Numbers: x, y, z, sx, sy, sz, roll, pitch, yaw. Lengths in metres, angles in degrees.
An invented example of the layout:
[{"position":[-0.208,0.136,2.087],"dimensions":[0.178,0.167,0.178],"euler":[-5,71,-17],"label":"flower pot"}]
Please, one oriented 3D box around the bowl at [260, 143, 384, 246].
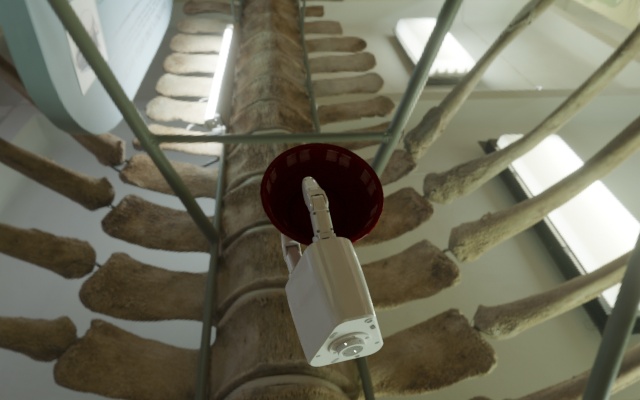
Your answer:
[{"position":[0.000,0.001,0.641],"dimensions":[0.162,0.162,0.055],"euler":[0,-31,-8],"label":"bowl"}]
